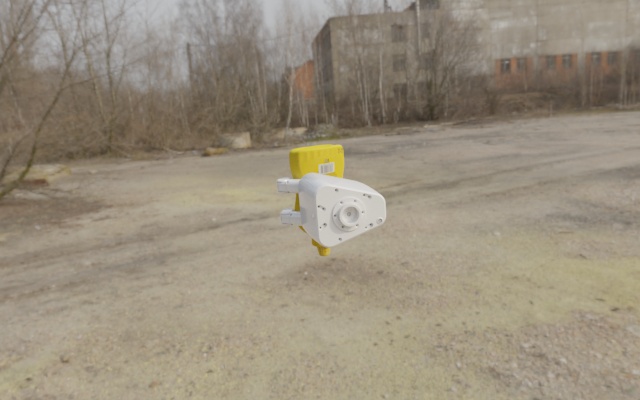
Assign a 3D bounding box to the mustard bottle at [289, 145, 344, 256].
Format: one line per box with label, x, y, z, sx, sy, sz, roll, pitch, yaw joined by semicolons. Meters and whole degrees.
mustard bottle;0.000;0.002;0.825;0.096;0.192;0.058;-13;14;-36
